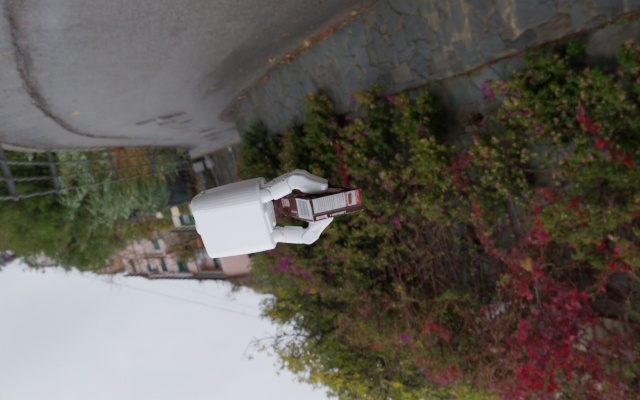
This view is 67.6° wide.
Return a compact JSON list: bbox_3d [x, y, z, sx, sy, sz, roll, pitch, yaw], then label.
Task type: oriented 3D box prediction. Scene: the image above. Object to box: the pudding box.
[{"bbox_3d":[0.000,0.003,0.751,0.090,0.039,0.113,-14,12,-25],"label":"pudding box"}]
